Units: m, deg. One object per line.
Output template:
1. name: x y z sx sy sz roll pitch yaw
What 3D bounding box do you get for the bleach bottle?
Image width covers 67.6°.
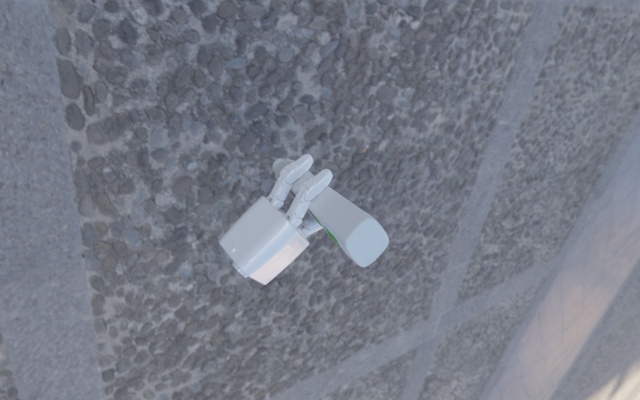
1. bleach bottle: 0.000 0.003 0.801 0.250 0.068 0.103 41 -6 40
